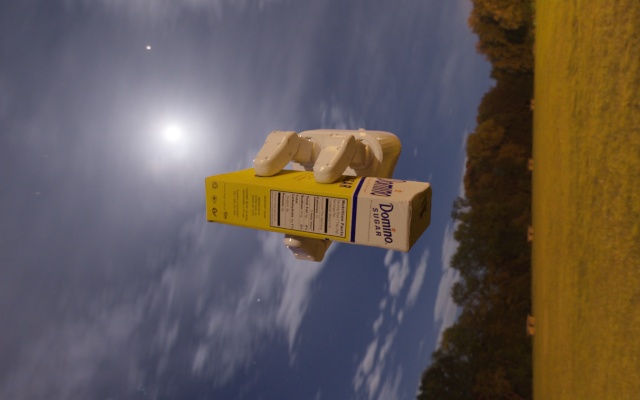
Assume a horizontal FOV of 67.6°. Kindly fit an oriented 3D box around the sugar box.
[{"bbox_3d":[0.000,0.001,0.410,0.176,0.048,0.093,4,12,22],"label":"sugar box"}]
